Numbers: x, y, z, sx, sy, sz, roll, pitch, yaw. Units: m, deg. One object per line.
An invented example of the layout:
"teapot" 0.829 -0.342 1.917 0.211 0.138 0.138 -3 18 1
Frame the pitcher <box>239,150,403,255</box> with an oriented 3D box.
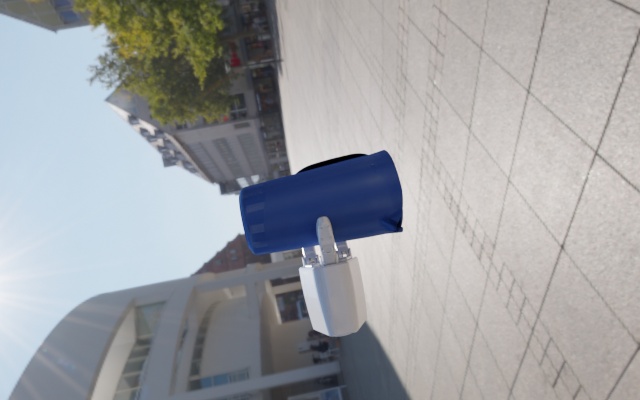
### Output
"pitcher" 0.000 0.003 0.753 0.243 0.145 0.149 -12 -2 -4
